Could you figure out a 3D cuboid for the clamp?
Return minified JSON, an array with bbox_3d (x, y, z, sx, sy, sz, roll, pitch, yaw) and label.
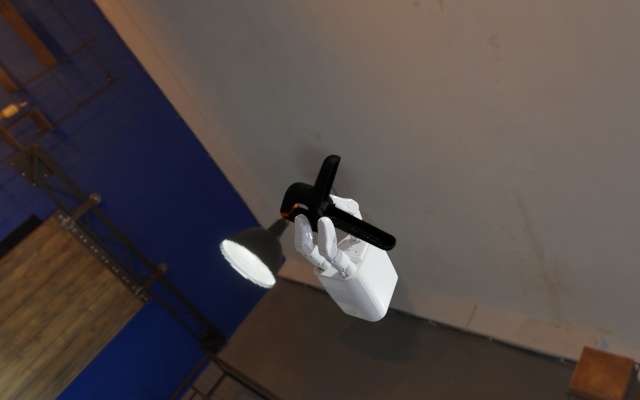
[{"bbox_3d":[0.000,0.002,0.714,0.210,0.165,0.036,4,43,48],"label":"clamp"}]
